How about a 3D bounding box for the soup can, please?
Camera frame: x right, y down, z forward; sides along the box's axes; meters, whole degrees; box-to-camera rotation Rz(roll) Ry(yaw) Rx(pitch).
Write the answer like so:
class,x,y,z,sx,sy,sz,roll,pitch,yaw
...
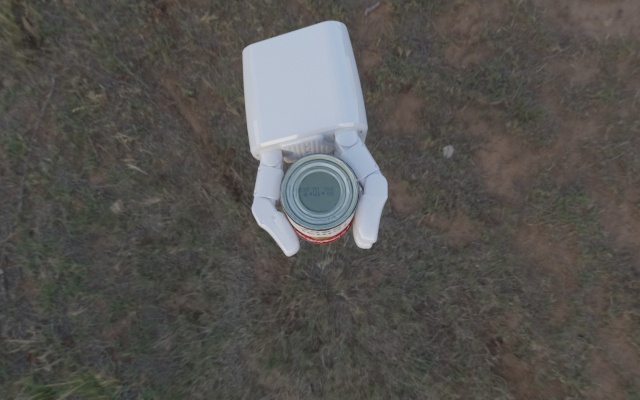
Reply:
class,x,y,z,sx,sy,sz,roll,pitch,yaw
soup can,0.000,0.002,0.440,0.068,0.068,0.102,0,-11,1
